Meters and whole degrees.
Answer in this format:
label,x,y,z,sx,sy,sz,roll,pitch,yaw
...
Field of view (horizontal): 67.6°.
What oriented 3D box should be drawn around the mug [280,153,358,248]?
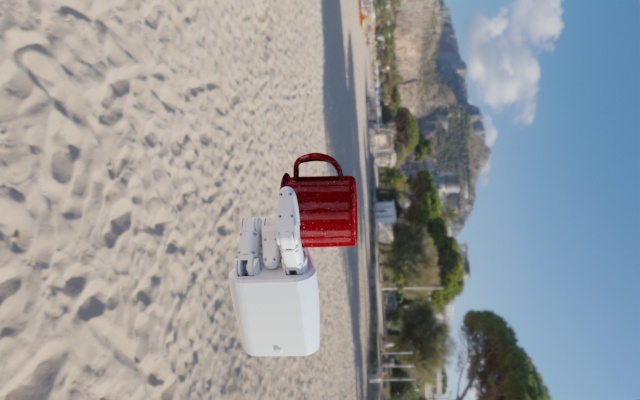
label,x,y,z,sx,sy,sz,roll,pitch,yaw
mug,0.000,0.000,0.545,0.081,0.117,0.093,-2,21,7
